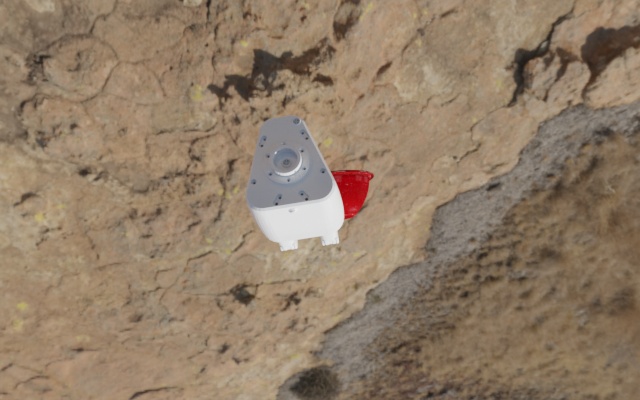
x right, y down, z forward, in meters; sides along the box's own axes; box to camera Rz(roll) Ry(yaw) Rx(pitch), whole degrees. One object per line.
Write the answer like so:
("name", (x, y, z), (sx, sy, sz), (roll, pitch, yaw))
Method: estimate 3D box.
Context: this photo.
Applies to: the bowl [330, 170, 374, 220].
("bowl", (0.001, 0.003, 0.681), (0.162, 0.055, 0.162), (-9, -8, -1))
